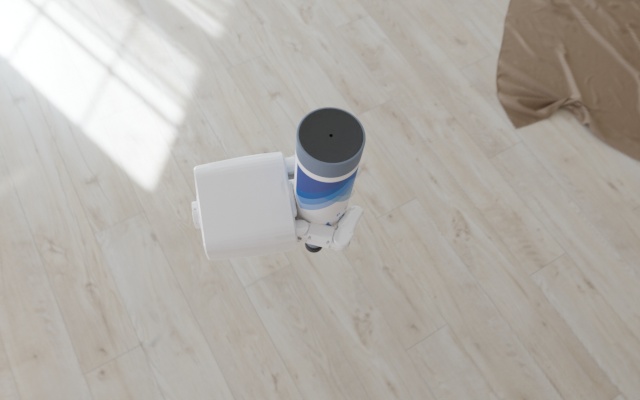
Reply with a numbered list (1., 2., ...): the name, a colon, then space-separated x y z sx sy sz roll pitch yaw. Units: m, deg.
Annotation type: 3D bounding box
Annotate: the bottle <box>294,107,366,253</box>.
1. bottle: 0.000 0.002 0.584 0.069 0.069 0.296 0 -26 -4
